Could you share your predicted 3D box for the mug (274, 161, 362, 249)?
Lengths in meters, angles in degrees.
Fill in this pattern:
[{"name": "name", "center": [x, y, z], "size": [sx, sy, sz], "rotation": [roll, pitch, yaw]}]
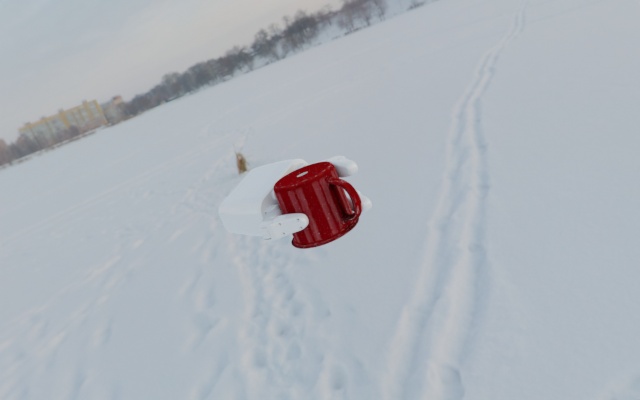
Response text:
[{"name": "mug", "center": [0.001, 0.002, 0.592], "size": [0.117, 0.081, 0.093], "rotation": [-5, 24, 45]}]
